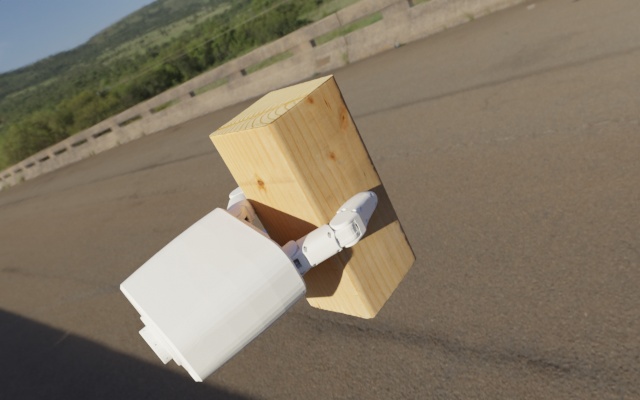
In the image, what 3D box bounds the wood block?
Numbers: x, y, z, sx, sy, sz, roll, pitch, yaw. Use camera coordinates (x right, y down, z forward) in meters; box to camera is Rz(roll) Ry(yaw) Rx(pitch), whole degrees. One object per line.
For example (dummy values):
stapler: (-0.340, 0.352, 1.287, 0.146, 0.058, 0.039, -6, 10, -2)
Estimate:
wood block: (0.000, 0.002, 0.455, 0.091, 0.206, 0.090, -1, 35, 46)
